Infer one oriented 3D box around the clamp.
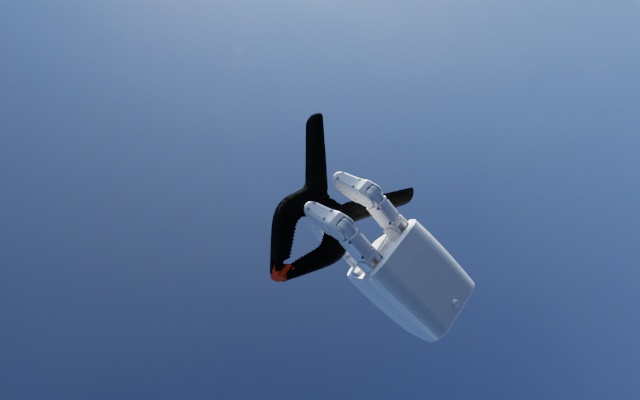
[{"bbox_3d":[0.000,0.003,0.563,0.210,0.164,0.036,-47,2,-28],"label":"clamp"}]
